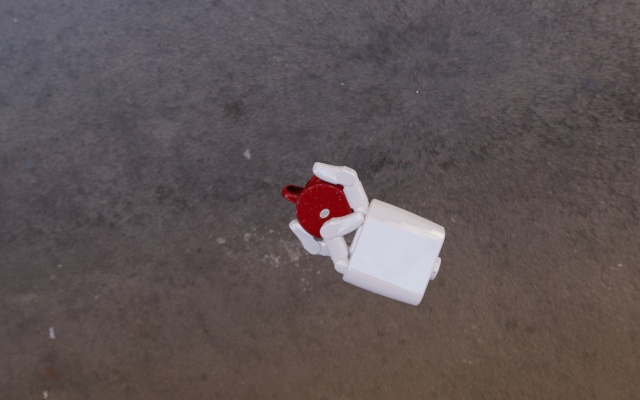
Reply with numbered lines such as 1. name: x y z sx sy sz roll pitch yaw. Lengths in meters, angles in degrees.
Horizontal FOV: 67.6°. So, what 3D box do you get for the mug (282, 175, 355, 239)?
1. mug: -0.001 0.002 0.691 0.117 0.093 0.081 21 16 5
